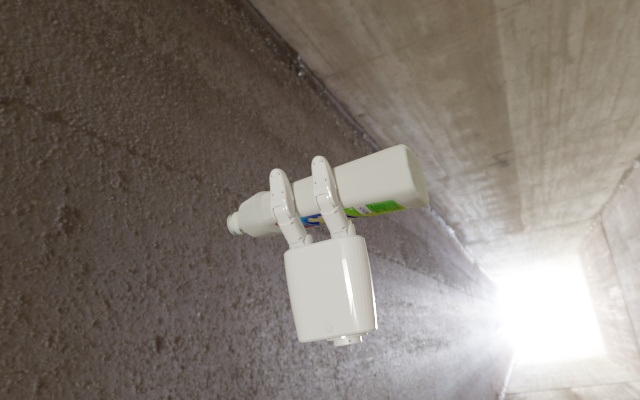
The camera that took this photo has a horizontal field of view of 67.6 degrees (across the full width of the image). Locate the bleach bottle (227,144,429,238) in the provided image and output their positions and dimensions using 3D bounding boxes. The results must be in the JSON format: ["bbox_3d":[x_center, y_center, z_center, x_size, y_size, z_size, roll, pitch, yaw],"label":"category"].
[{"bbox_3d":[0.000,0.002,0.598,0.251,0.068,0.102,-16,-17,21],"label":"bleach bottle"}]
